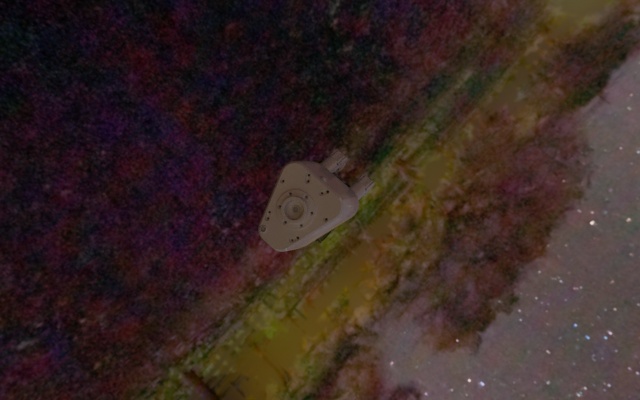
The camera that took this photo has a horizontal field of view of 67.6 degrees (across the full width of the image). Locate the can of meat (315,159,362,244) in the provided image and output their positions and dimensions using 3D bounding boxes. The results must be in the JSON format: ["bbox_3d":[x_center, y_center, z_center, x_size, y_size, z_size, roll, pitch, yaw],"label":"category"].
[{"bbox_3d":[0.000,0.003,0.727,0.084,0.102,0.057,42,7,9],"label":"can of meat"}]
